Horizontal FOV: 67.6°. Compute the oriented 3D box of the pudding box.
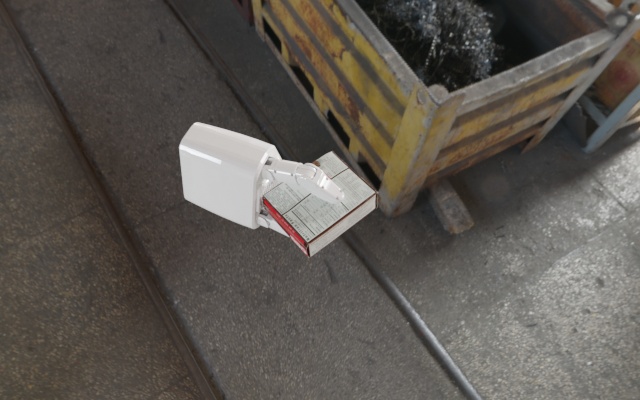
[{"bbox_3d":[0.000,0.002,0.581,0.113,0.090,0.039,-36,-27,-18],"label":"pudding box"}]
